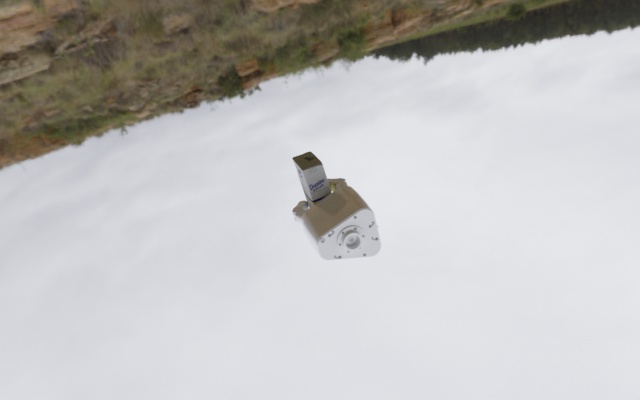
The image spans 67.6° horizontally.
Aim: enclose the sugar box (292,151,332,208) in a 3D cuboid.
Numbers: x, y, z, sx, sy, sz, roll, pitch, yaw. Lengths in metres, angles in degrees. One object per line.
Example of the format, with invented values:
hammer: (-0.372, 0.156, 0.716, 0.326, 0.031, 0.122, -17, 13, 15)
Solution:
sugar box: (0.001, 0.003, 0.894, 0.048, 0.176, 0.093, -19, 24, -8)
